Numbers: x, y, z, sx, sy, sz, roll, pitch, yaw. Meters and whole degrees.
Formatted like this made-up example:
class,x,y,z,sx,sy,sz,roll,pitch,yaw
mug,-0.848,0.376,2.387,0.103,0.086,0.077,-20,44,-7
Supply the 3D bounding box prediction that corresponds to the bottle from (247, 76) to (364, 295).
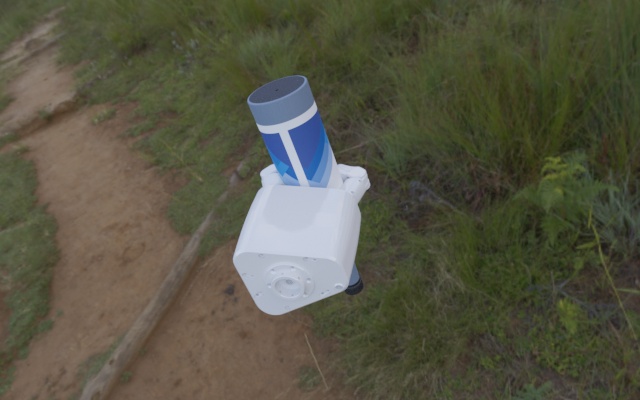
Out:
class,x,y,z,sx,sy,sz,roll,pitch,yaw
bottle,0.000,0.002,0.572,0.069,0.296,0.069,-15,32,10
